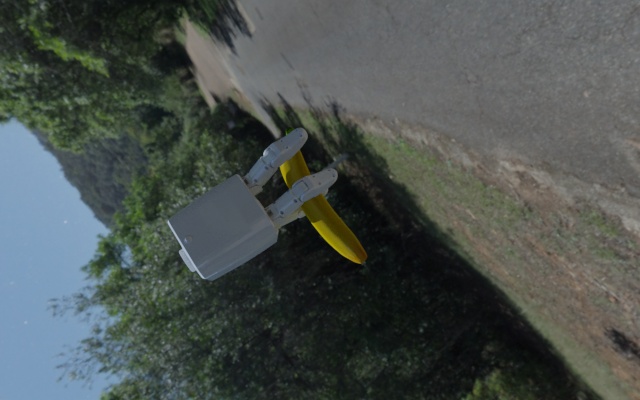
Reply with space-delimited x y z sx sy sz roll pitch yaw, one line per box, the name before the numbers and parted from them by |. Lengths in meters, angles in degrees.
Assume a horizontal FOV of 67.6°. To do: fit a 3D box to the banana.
banana | -0.006 0.002 0.637 0.037 0.198 0.069 -32 0 -15
